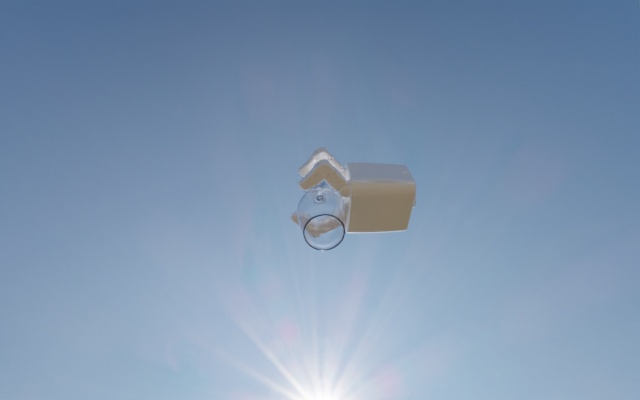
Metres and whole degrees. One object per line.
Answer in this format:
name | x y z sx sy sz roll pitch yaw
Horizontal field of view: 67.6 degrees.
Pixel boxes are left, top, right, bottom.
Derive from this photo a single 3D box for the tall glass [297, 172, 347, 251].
tall glass | 0.000 0.002 0.783 0.079 0.079 0.201 0 27 -3
